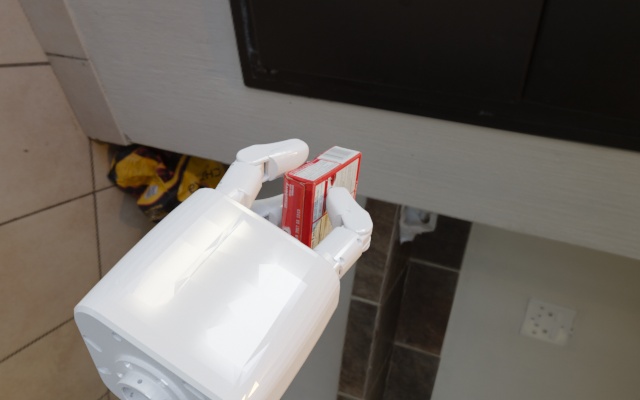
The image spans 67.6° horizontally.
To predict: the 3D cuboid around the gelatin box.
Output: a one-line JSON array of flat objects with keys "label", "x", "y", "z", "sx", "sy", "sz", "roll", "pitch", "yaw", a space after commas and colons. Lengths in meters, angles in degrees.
[{"label": "gelatin box", "x": 0.001, "y": 0.001, "z": 0.403, "sx": 0.030, "sy": 0.073, "sz": 0.089, "roll": 18, "pitch": 29, "yaw": 23}]
